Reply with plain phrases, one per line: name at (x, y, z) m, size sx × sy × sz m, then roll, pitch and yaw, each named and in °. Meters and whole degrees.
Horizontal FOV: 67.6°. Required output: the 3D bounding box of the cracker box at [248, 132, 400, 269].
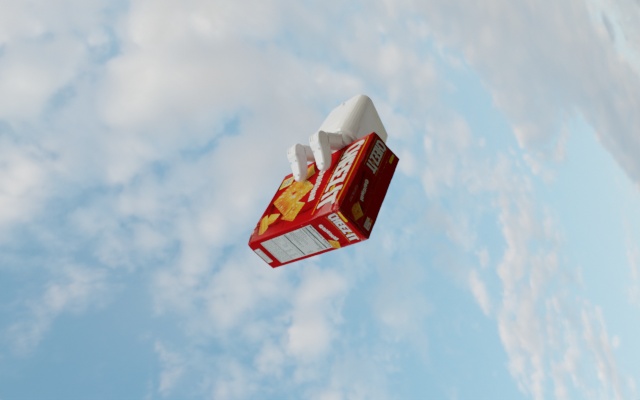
cracker box at (0.000, 0.003, 0.730) m, size 0.072 × 0.164 × 0.214 m, roll 44°, pitch -41°, yaw -22°
